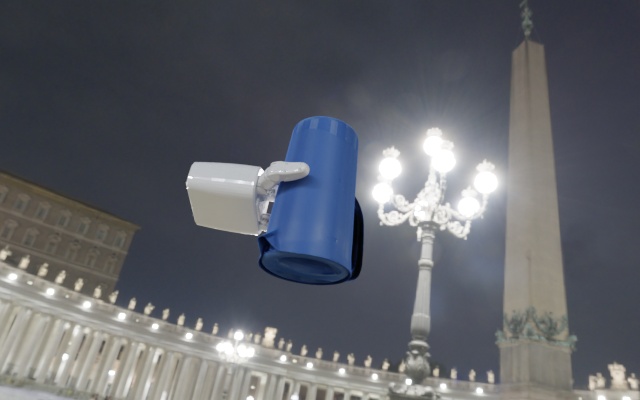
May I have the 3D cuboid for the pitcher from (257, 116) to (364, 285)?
[{"bbox_3d":[0.000,0.002,0.729,0.145,0.242,0.149,6,-27,6],"label":"pitcher"}]
